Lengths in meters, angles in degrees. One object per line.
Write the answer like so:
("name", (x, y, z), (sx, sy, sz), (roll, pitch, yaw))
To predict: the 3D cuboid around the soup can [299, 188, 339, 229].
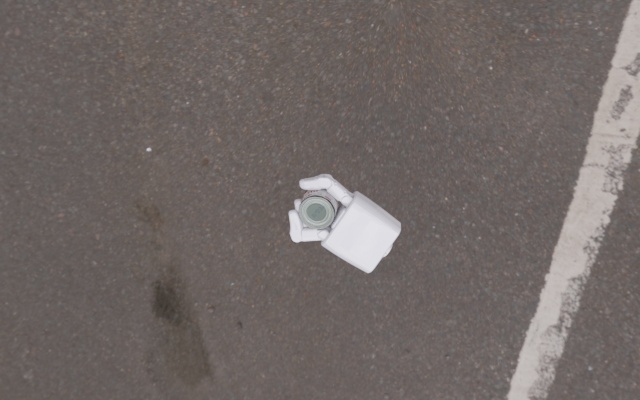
("soup can", (0.000, 0.003, 0.891), (0.068, 0.068, 0.102), (0, 24, 9))
